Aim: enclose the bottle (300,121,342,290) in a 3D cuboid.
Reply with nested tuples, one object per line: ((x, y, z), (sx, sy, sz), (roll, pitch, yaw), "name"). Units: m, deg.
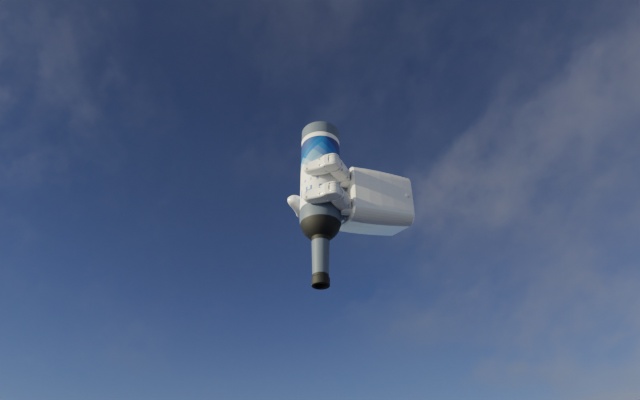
((0.000, 0.002, 0.776), (0.069, 0.295, 0.069), (0, -34, 0), "bottle")
